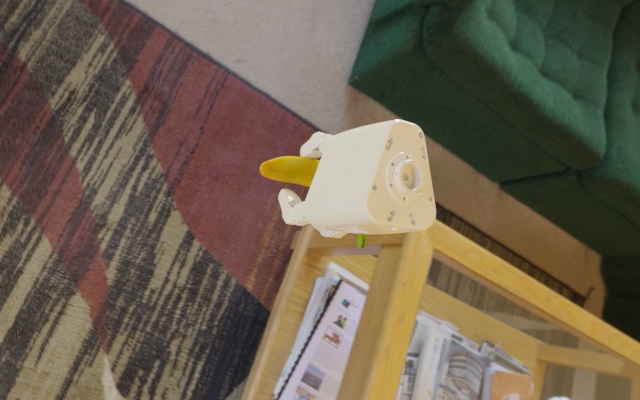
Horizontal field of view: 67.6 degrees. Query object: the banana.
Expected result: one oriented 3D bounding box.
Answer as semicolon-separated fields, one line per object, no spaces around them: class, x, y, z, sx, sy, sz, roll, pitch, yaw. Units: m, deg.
banana;0.011;-0.012;0.637;0.198;0.069;0.037;37;-18;-26
